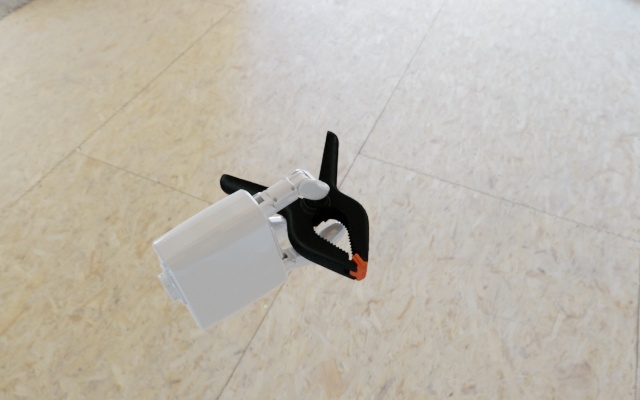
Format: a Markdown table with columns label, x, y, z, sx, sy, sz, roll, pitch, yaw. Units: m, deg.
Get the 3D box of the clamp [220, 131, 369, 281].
| label | x | y | z | sx | sy | sz | roll | pitch | yaw |
| --- | --- | --- | --- | --- | --- | --- | --- | --- | --- |
| clamp | 0.000 | 0.002 | 0.562 | 0.164 | 0.210 | 0.036 | -32 | -33 | -20 |
